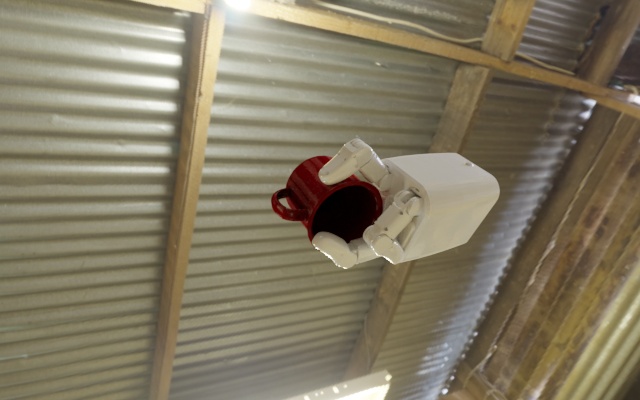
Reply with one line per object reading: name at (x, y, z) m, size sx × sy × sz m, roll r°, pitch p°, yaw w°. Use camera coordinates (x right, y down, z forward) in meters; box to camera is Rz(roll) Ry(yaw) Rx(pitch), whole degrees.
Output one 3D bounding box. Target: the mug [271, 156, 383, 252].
mug at (-0.001, 0.002, 0.540) m, size 0.117 × 0.093 × 0.081 m, roll -7°, pitch 33°, yaw -27°
